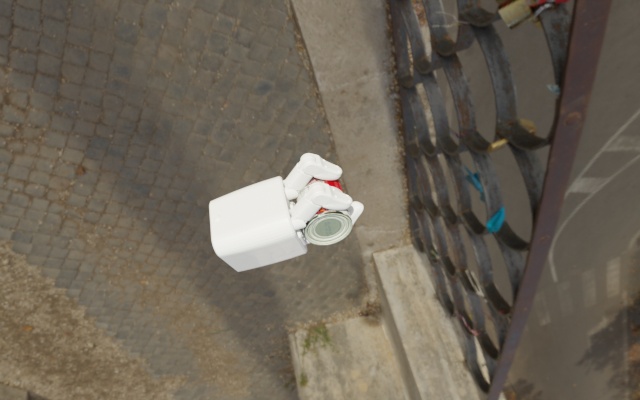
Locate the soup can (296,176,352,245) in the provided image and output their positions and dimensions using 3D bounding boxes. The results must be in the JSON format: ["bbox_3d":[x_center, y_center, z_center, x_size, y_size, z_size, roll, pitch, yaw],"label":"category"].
[{"bbox_3d":[0.001,0.002,0.658,0.068,0.102,0.069,-9,-42,-8],"label":"soup can"}]
